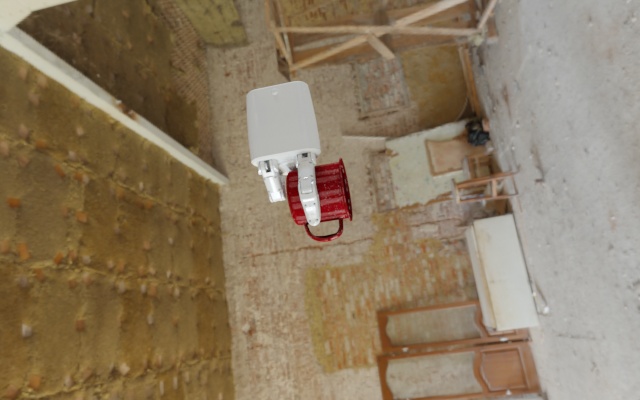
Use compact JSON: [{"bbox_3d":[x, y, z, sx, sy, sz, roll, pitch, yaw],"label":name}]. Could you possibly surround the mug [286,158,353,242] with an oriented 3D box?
[{"bbox_3d":[0.000,0.004,0.689,0.081,0.117,0.093,-10,-13,8],"label":"mug"}]
